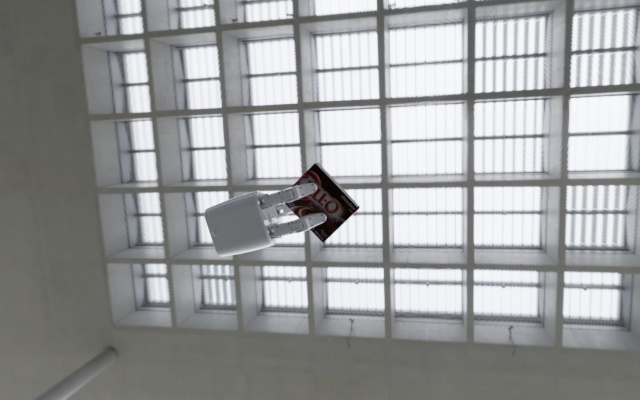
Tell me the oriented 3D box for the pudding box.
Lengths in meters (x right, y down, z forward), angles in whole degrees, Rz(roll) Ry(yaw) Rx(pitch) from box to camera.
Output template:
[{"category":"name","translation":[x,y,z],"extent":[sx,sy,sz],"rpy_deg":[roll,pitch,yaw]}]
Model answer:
[{"category":"pudding box","translation":[0.000,0.003,0.844],"extent":[0.090,0.113,0.039],"rpy_deg":[-45,-1,13]}]
